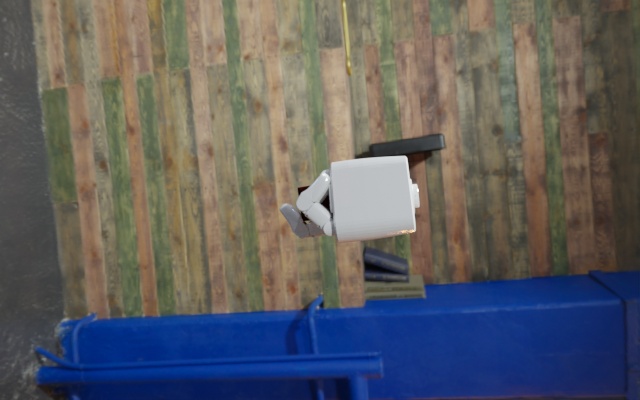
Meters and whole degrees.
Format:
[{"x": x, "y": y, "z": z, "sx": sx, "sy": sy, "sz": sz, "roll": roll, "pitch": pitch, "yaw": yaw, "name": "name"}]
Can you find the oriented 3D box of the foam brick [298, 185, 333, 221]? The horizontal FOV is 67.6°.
[{"x": 0.000, "y": 0.002, "z": 0.729, "sx": 0.051, "sy": 0.053, "sz": 0.078, "roll": -8, "pitch": 0, "yaw": 8, "name": "foam brick"}]
